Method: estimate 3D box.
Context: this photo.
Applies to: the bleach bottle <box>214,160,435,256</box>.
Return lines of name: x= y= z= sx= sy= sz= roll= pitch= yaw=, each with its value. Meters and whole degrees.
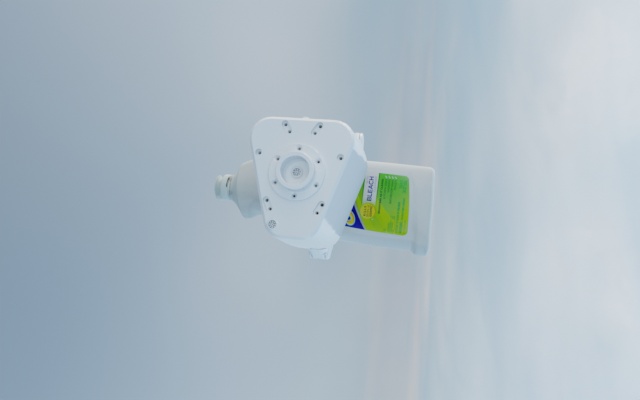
bleach bottle: x=0.000 y=0.002 z=0.552 sx=0.251 sy=0.102 sz=0.068 roll=4 pitch=-6 yaw=10
